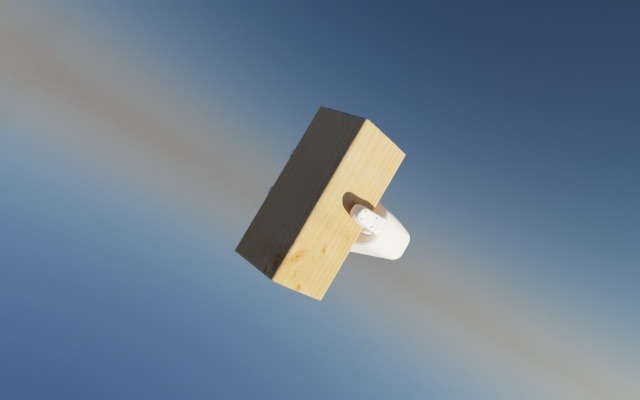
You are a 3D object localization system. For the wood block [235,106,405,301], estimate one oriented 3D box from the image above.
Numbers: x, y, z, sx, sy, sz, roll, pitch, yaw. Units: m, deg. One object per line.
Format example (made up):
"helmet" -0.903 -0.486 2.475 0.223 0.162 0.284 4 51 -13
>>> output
"wood block" 0.000 0.002 0.579 0.090 0.206 0.090 33 -4 -43
